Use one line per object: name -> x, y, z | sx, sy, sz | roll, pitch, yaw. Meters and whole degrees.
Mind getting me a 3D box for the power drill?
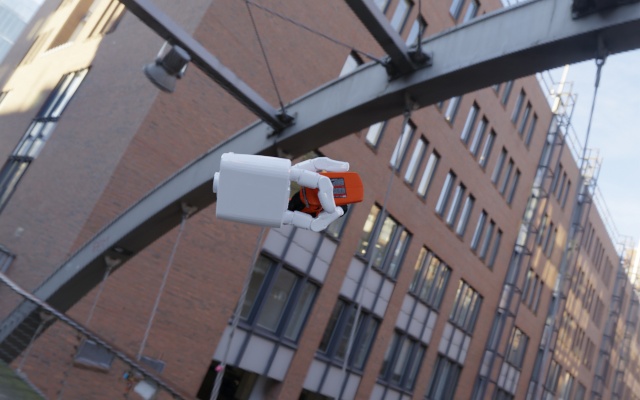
power drill -> 0.000, 0.003, 0.862 | 0.184, 0.057, 0.188 | -6, -13, -28
